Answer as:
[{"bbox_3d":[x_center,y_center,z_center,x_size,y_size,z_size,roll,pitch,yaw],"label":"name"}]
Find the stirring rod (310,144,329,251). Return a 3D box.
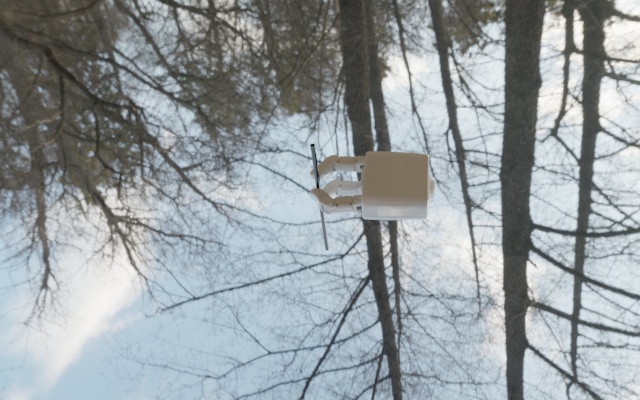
[{"bbox_3d":[0.000,0.003,0.832,0.011,0.240,0.011,-5,41,4],"label":"stirring rod"}]
